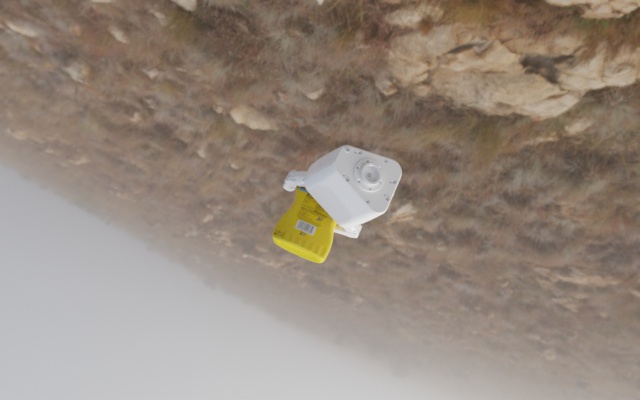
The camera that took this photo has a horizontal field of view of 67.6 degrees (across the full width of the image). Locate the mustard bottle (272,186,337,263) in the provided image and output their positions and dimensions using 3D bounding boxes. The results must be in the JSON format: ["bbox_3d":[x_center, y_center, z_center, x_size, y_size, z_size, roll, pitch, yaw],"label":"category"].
[{"bbox_3d":[0.000,0.003,0.812,0.096,0.191,0.058,23,-21,8],"label":"mustard bottle"}]
